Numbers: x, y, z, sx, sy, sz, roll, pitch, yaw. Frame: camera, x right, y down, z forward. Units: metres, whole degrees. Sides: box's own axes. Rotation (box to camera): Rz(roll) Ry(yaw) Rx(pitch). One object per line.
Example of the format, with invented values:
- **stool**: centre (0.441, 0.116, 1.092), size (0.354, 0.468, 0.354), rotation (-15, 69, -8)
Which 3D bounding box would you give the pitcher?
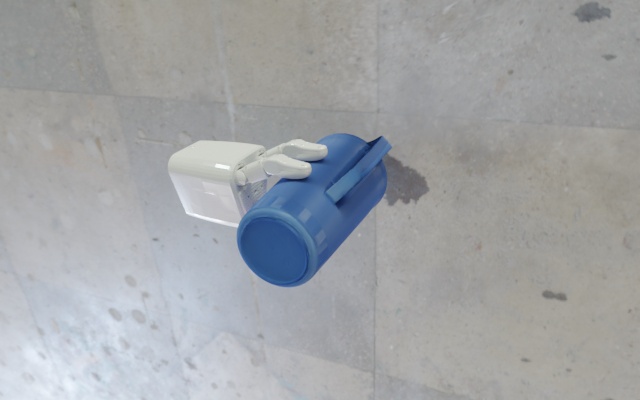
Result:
- **pitcher**: centre (0.000, 0.002, 0.639), size (0.145, 0.149, 0.242), rotation (11, 30, 21)
